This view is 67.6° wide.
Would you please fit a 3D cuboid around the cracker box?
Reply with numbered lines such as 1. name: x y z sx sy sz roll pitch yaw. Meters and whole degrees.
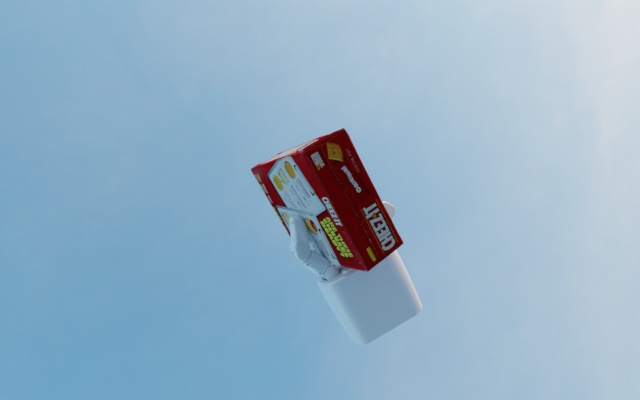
1. cracker box: 0.000 0.002 0.651 0.072 0.164 0.214 -33 11 -22
